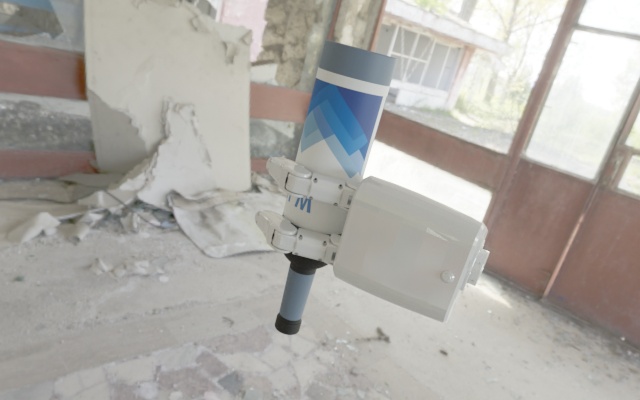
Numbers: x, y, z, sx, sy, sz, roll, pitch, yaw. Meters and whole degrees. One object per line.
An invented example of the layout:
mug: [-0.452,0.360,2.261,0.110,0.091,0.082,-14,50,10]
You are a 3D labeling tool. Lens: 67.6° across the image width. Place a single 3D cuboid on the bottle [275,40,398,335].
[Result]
bottle: [0.000,0.001,0.467,0.069,0.296,0.069,14,18,-5]
